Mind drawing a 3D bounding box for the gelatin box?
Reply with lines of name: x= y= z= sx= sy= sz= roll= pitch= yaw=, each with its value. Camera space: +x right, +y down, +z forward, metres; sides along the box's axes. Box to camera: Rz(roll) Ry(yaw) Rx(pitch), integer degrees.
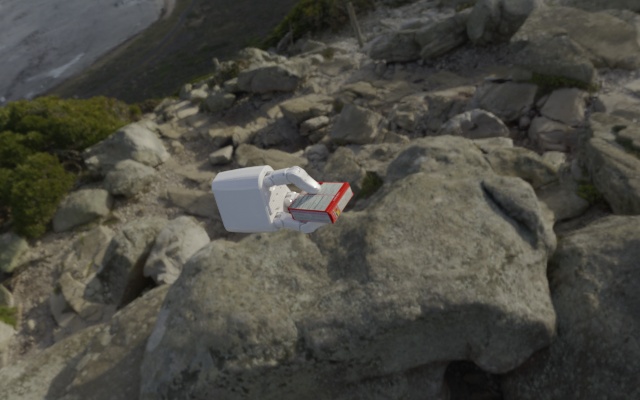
gelatin box: x=0.000 y=0.002 z=0.803 sx=0.089 sy=0.030 sz=0.073 roll=3 pitch=43 yaw=38
